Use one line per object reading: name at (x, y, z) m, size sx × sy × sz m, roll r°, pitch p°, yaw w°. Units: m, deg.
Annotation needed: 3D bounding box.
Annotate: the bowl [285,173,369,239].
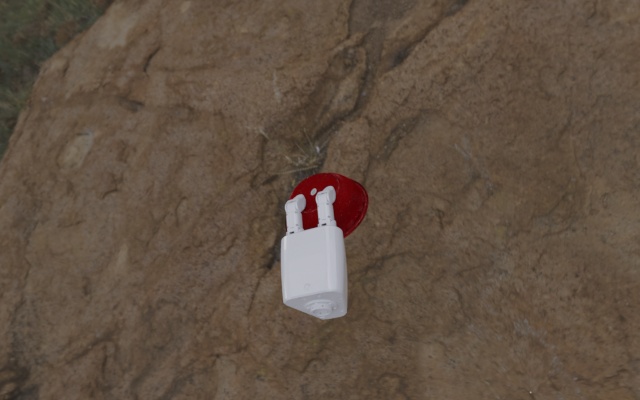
bowl at (0.000, 0.002, 0.839) m, size 0.162 × 0.162 × 0.055 m, roll 0°, pitch -41°, yaw 31°
